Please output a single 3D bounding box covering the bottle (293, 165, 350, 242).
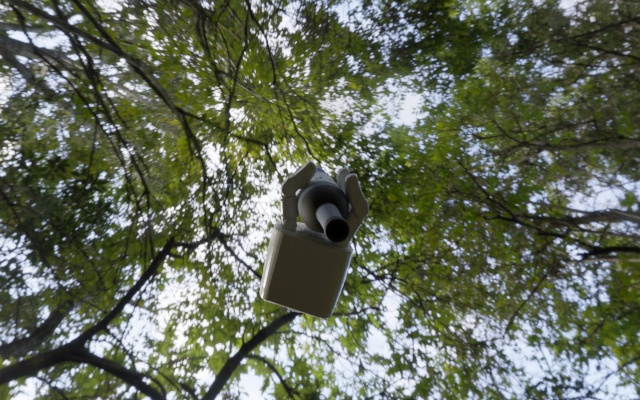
[{"bbox_3d":[0.000,0.002,0.665,0.069,0.069,0.295,0,12,-7],"label":"bottle"}]
